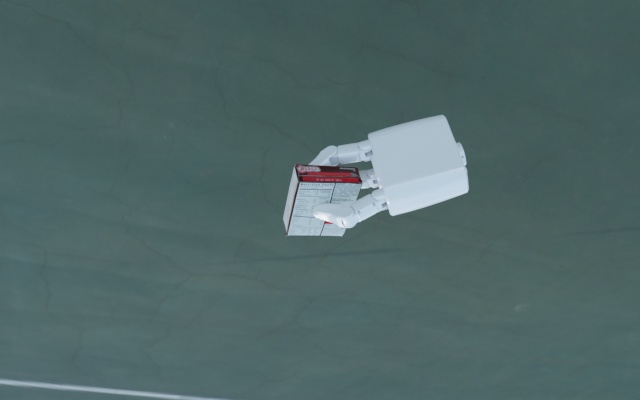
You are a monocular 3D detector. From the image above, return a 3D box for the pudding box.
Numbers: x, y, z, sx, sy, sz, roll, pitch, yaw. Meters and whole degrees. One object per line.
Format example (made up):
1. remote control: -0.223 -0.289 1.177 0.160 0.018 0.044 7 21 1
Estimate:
1. pudding box: 0.000 0.002 0.663 0.090 0.114 0.039 2 43 -15
